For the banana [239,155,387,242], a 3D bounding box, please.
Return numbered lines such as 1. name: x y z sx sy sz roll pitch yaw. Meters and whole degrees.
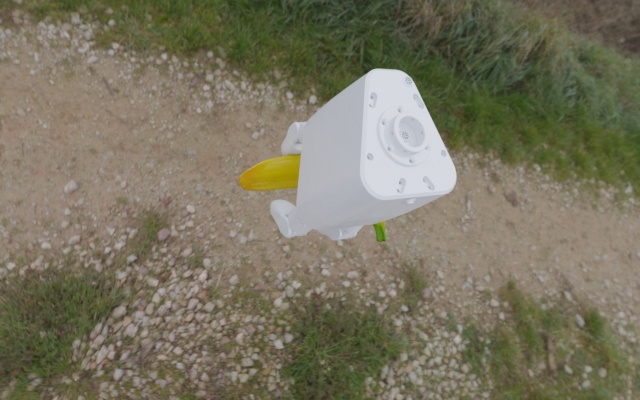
1. banana: 0.007 -0.014 0.540 0.198 0.069 0.037 22 -18 -24
